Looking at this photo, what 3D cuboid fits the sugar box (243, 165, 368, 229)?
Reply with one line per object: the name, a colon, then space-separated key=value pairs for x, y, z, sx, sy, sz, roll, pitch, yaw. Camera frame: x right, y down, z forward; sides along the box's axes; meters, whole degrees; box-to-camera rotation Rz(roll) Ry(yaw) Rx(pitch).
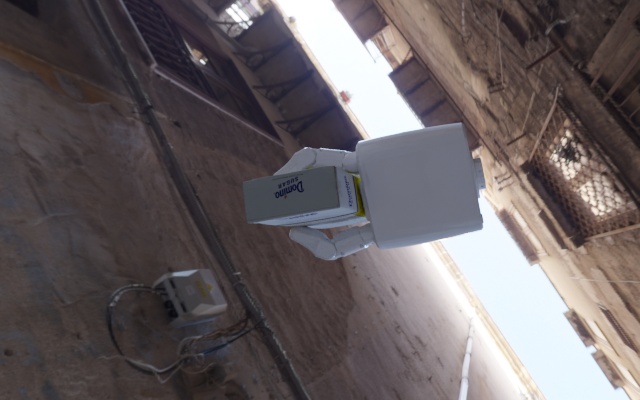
sugar box: x=0.000 y=0.001 z=0.504 sx=0.093 sy=0.048 sz=0.176 roll=-10 pitch=-10 yaw=17
